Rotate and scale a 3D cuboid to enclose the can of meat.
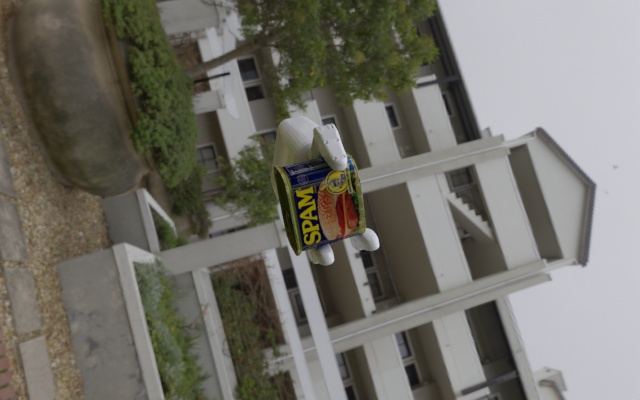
[{"bbox_3d":[0.000,0.002,0.538,0.084,0.102,0.057,-15,26,-13],"label":"can of meat"}]
